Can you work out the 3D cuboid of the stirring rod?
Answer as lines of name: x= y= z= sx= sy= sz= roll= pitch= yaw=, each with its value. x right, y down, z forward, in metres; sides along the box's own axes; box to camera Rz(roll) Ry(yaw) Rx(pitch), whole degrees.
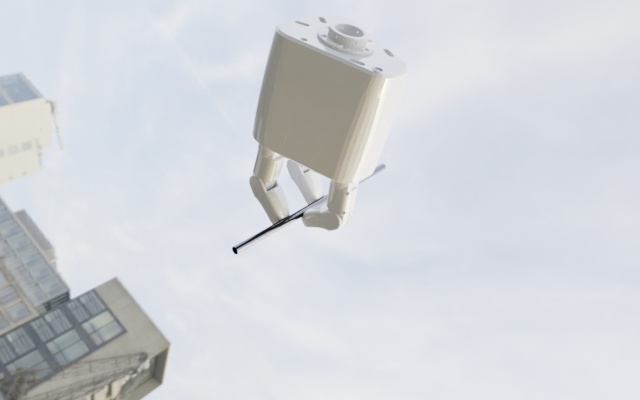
stirring rod: x=0.000 y=0.002 z=0.514 sx=0.011 sy=0.011 sz=0.239 roll=0 pitch=21 yaw=44
